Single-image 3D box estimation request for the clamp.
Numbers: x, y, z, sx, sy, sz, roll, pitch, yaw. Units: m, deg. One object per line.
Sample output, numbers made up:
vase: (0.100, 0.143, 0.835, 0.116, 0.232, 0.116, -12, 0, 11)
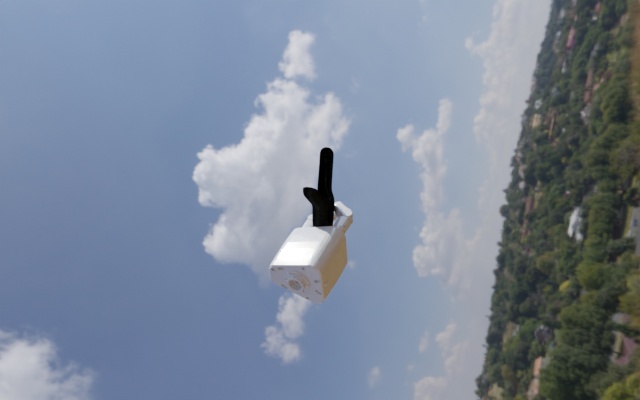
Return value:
clamp: (0.000, 0.003, 0.867, 0.039, 0.172, 0.120, 11, 39, 22)
